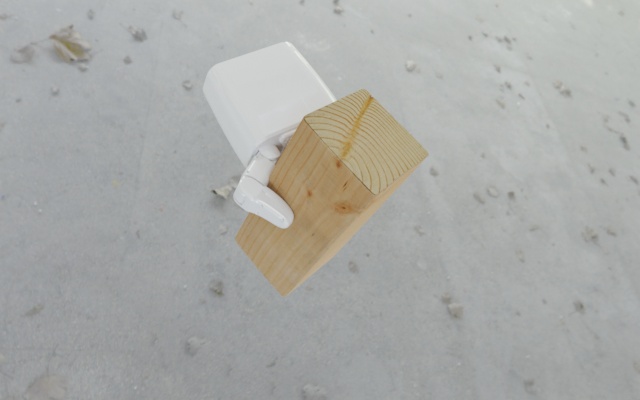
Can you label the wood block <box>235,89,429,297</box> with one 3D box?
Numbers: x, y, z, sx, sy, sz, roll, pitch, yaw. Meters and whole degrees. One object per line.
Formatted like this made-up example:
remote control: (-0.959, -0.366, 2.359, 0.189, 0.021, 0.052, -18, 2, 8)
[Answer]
wood block: (0.000, 0.001, 0.481, 0.090, 0.090, 0.206, -33, -13, -40)
